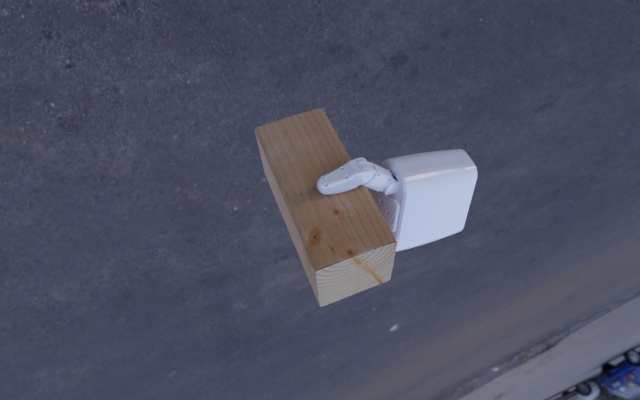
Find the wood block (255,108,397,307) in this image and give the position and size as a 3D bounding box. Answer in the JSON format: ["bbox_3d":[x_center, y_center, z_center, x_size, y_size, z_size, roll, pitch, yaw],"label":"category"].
[{"bbox_3d":[0.001,0.002,0.556,0.090,0.206,0.091,-19,-34,-11],"label":"wood block"}]
